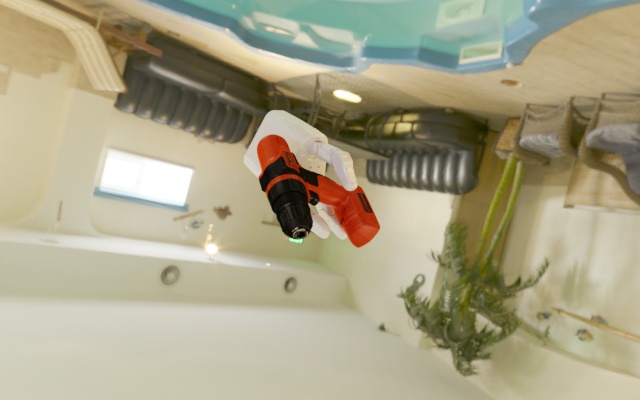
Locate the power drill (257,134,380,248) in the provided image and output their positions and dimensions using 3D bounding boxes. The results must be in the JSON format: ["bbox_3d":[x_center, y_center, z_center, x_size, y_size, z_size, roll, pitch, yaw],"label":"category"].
[{"bbox_3d":[0.000,0.002,0.667,0.057,0.184,0.188,-42,-47,23],"label":"power drill"}]
